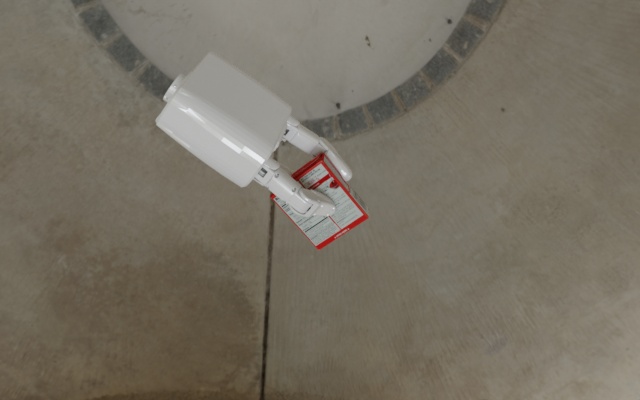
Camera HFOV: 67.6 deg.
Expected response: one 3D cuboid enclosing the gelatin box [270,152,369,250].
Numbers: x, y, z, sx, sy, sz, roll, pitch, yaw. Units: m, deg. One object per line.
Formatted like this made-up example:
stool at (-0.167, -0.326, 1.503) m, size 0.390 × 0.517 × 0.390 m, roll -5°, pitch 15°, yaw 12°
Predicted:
gelatin box at (0.000, 0.002, 0.537) m, size 0.073 × 0.089 × 0.030 m, roll -35°, pitch 18°, yaw 18°
